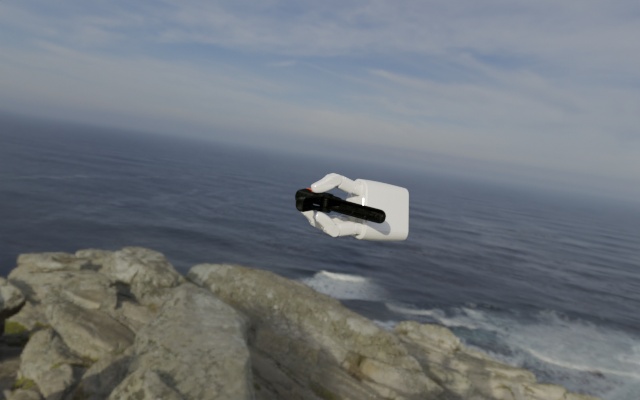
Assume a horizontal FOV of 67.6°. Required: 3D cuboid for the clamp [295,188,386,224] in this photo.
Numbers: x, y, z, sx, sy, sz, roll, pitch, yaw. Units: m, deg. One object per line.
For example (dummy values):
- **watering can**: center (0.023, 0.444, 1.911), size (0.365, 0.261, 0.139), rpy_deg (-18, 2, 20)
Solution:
- **clamp**: center (0.000, 0.002, 0.883), size (0.164, 0.036, 0.210), rpy_deg (10, 5, -28)
